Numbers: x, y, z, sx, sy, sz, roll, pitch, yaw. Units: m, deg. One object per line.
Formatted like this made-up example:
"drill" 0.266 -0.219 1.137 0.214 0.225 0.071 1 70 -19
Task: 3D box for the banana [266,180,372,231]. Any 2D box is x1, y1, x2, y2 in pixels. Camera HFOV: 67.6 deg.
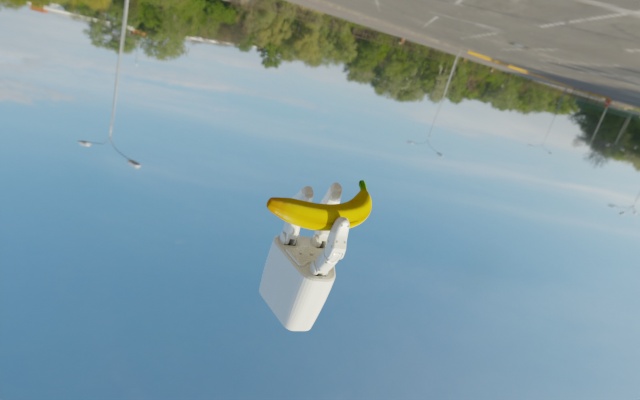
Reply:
"banana" 0.014 0.014 0.676 0.198 0.037 0.069 -10 47 -45
